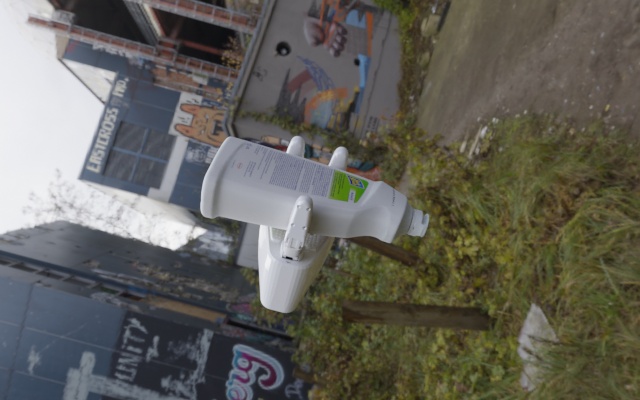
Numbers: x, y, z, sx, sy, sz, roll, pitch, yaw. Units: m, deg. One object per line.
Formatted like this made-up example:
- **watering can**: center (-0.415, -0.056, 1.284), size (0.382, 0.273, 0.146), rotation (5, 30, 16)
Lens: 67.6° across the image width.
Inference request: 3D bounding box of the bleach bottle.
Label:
- **bleach bottle**: center (0.000, 0.002, 0.549), size (0.251, 0.068, 0.102), rotation (15, 42, -1)
